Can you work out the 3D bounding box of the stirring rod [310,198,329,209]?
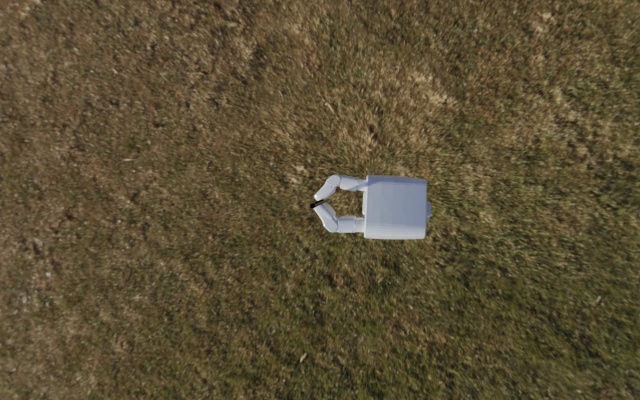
[{"bbox_3d":[0.000,0.003,0.832,0.011,0.011,0.239,0,3,6],"label":"stirring rod"}]
